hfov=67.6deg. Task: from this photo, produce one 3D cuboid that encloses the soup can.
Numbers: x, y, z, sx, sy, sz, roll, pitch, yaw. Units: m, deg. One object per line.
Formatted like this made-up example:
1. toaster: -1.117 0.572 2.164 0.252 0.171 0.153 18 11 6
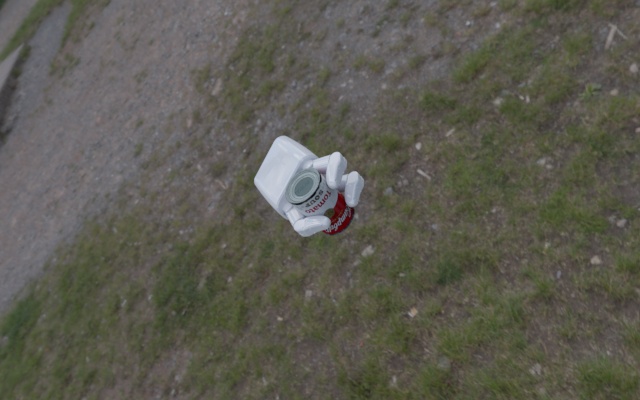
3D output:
1. soup can: 0.000 0.003 0.759 0.068 0.068 0.102 0 -31 40
